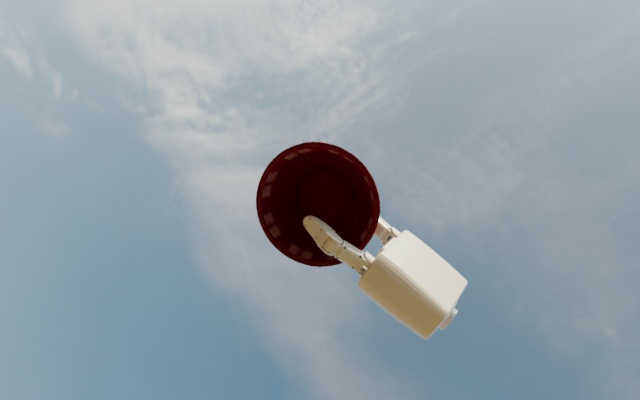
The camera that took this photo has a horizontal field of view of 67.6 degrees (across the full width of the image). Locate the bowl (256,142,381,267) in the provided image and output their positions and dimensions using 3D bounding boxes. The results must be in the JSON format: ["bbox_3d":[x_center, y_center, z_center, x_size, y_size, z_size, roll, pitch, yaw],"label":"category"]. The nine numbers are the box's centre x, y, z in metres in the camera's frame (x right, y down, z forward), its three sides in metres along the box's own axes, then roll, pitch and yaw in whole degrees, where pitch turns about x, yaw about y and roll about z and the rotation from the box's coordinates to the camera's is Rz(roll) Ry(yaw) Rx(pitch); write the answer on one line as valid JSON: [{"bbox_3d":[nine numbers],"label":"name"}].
[{"bbox_3d":[-0.001,0.001,0.627,0.162,0.162,0.055,0,12,13],"label":"bowl"}]
